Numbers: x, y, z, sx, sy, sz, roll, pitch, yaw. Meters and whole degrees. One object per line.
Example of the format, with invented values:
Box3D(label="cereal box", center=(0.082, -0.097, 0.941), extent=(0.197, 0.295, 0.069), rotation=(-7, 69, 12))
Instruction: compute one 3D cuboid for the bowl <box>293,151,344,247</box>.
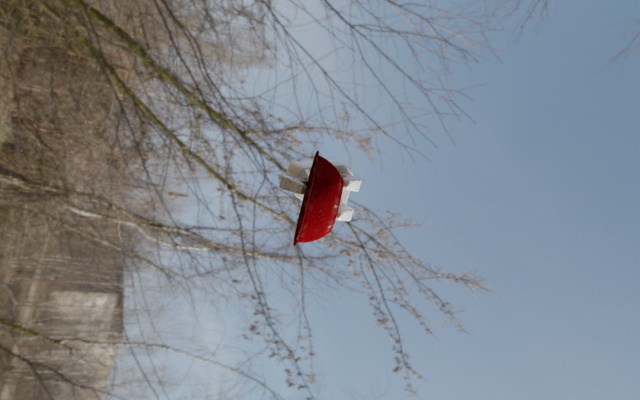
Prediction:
Box3D(label="bowl", center=(0.000, 0.003, 0.783), extent=(0.055, 0.162, 0.162), rotation=(14, -1, -4))
